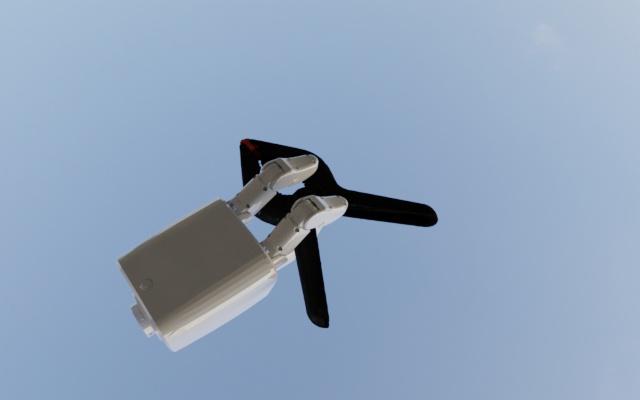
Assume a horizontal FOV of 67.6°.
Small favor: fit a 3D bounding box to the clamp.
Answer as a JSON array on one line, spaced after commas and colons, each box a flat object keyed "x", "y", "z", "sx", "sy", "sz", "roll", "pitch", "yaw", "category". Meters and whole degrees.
[{"x": 0.000, "y": 0.002, "z": 0.475, "sx": 0.164, "sy": 0.210, "sz": 0.036, "roll": -31, "pitch": -28, "yaw": -24, "category": "clamp"}]
